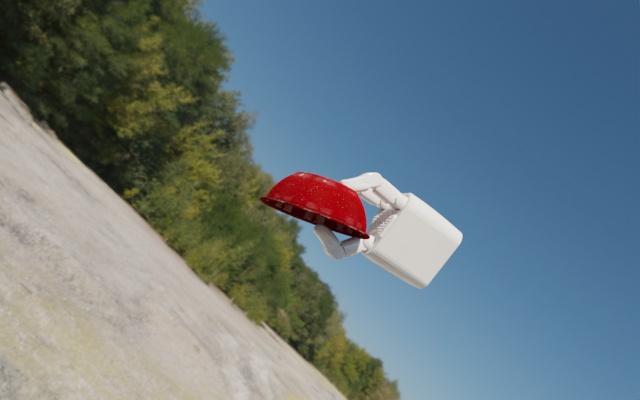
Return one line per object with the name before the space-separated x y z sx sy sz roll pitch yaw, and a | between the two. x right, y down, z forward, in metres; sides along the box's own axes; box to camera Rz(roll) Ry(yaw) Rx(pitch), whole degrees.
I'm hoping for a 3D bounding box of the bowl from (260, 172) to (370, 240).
bowl | -0.001 0.001 0.663 0.162 0.055 0.162 19 -7 3
